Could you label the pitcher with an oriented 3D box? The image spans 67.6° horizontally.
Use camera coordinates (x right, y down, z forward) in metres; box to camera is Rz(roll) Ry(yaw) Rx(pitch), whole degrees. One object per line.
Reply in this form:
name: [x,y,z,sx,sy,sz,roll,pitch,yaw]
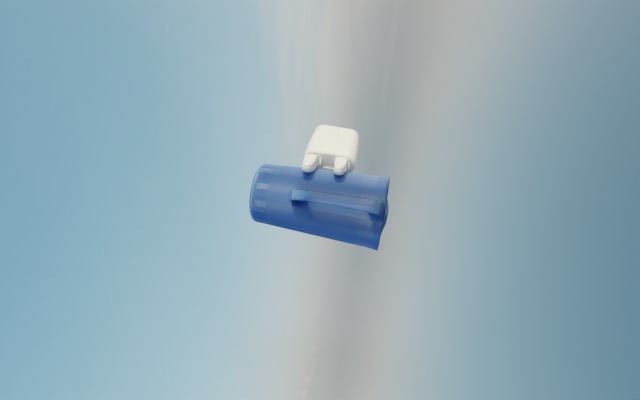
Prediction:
pitcher: [0.000,0.003,0.852,0.243,0.149,0.145,9,42,6]
